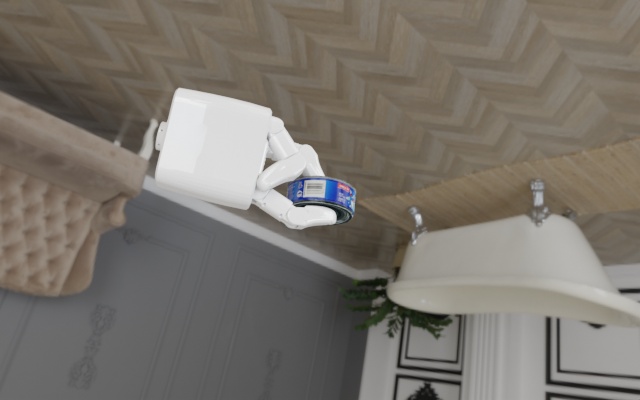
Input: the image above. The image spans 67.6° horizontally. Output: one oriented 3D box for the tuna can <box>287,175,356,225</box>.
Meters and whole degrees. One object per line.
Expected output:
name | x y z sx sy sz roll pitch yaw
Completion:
tuna can | 0.000 0.002 0.588 0.086 0.033 0.086 5 -21 2
